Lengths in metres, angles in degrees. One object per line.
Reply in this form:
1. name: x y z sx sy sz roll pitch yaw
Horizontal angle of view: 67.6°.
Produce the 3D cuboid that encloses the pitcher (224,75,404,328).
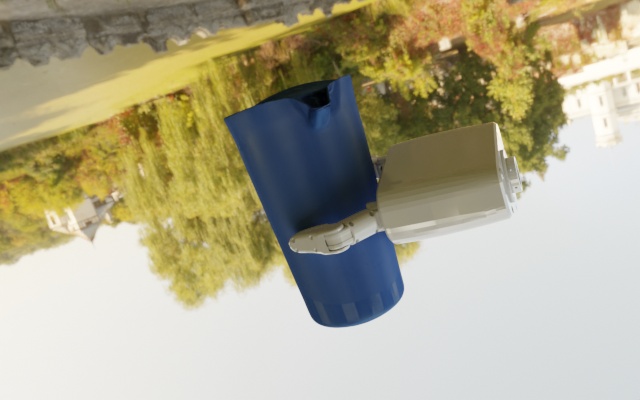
1. pitcher: 0.000 0.002 0.508 0.145 0.243 0.149 -14 12 25
